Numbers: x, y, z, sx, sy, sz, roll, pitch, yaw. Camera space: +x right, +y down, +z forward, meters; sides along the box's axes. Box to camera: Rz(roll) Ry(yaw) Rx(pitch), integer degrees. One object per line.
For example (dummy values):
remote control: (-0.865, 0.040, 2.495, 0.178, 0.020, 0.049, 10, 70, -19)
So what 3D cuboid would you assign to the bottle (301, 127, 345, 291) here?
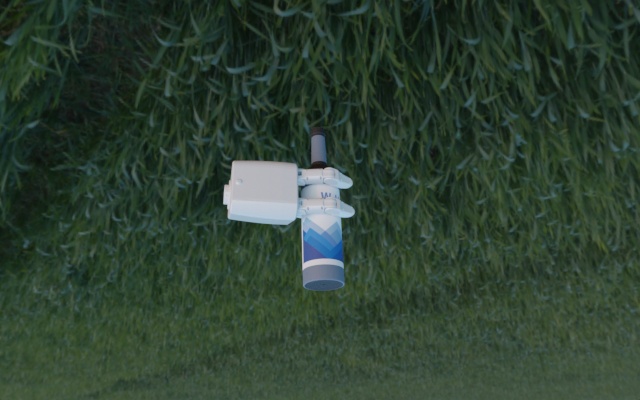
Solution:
bottle: (0.000, 0.003, 0.824, 0.069, 0.295, 0.069, -2, -26, -1)
